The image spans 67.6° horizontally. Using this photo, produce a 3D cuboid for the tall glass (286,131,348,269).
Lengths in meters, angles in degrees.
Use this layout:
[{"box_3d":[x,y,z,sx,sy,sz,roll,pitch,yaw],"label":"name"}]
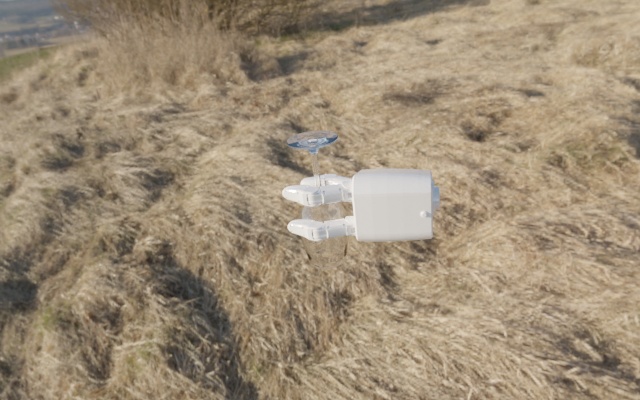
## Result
[{"box_3d":[0.000,0.002,0.716,0.079,0.201,0.079,-6,26,3],"label":"tall glass"}]
